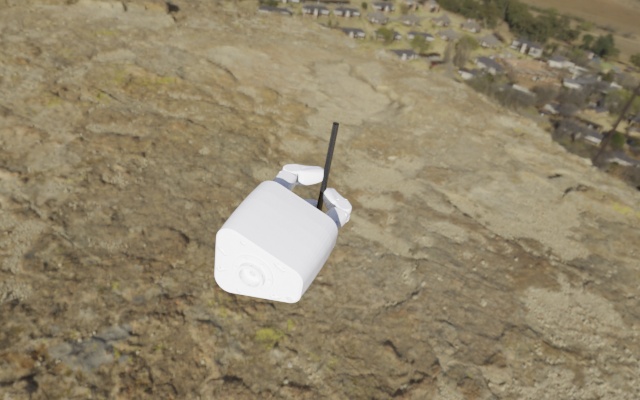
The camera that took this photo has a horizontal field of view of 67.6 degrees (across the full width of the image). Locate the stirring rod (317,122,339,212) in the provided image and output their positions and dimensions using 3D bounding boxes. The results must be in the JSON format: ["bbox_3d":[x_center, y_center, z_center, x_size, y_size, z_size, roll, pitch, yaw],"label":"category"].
[{"bbox_3d":[0.000,0.002,0.658,0.011,0.240,0.011,8,35,-5],"label":"stirring rod"}]
